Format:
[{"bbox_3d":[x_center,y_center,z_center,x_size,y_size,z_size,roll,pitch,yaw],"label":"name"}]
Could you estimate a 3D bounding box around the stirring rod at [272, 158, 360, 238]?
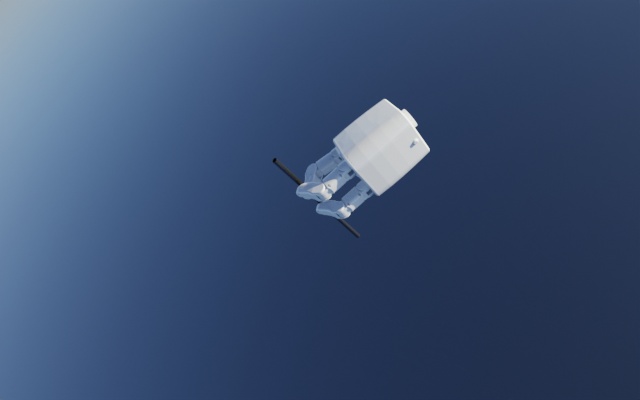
[{"bbox_3d":[0.000,0.002,0.769,0.011,0.011,0.240,0,-30,40],"label":"stirring rod"}]
